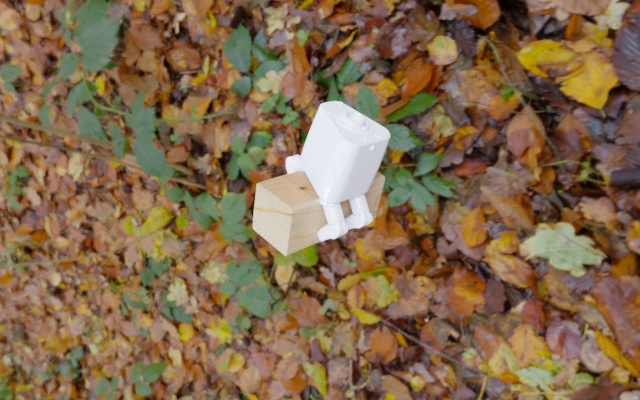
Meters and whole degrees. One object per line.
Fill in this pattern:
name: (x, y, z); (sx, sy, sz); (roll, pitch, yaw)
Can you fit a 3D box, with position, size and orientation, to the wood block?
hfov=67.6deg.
wood block: (0.000, 0.002, 0.792); (0.206, 0.090, 0.090); (-19, 41, -39)
